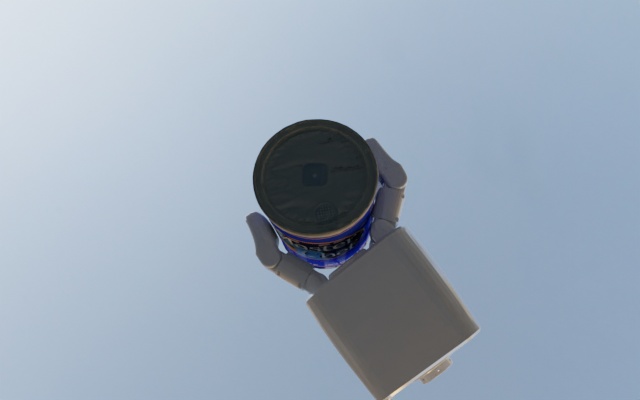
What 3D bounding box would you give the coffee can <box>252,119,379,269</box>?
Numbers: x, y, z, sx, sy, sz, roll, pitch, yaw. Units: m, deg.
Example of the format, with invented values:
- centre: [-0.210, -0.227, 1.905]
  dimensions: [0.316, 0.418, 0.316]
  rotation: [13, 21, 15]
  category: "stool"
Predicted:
- centre: [0.000, 0.001, 0.452]
  dimensions: [0.103, 0.102, 0.140]
  rotation: [0, -19, 4]
  category: "coffee can"
